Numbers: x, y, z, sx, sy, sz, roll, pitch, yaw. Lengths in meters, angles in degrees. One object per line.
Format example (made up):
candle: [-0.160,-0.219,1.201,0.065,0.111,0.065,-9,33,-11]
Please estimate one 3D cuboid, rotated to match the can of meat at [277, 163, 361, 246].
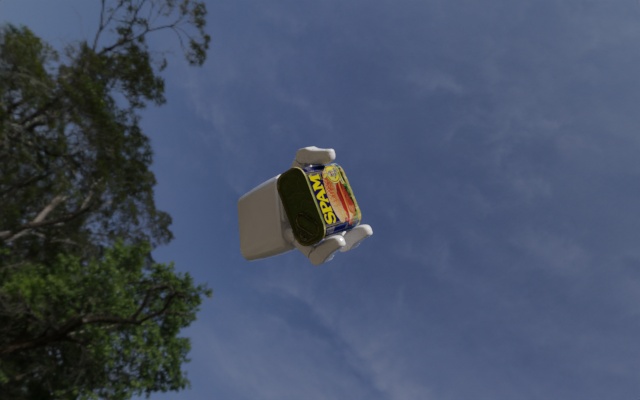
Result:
can of meat: [0.000,0.002,0.648,0.057,0.102,0.084,-27,-9,42]
